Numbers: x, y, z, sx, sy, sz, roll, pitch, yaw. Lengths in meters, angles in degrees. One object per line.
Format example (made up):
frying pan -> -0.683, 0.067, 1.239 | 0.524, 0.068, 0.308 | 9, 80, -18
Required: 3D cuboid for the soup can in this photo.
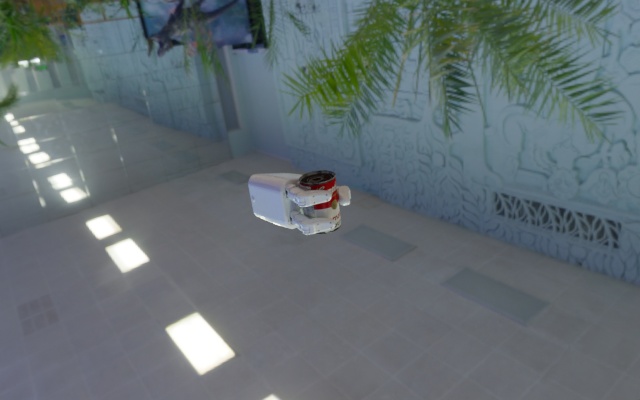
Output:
soup can -> 0.001, 0.003, 0.890 | 0.068, 0.102, 0.068 | -7, 22, 3
